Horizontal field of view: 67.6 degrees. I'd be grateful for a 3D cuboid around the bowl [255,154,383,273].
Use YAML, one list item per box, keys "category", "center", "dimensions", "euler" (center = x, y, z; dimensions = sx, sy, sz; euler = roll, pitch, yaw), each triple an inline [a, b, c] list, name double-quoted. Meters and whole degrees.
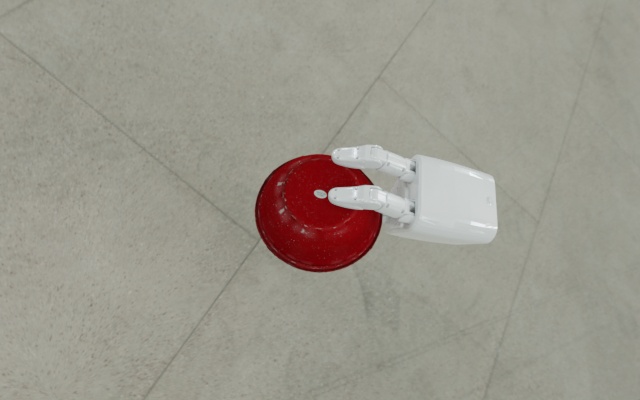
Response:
- category: "bowl"
  center: [-0.001, 0.002, 0.577]
  dimensions: [0.162, 0.162, 0.055]
  euler: [0, -25, -4]
